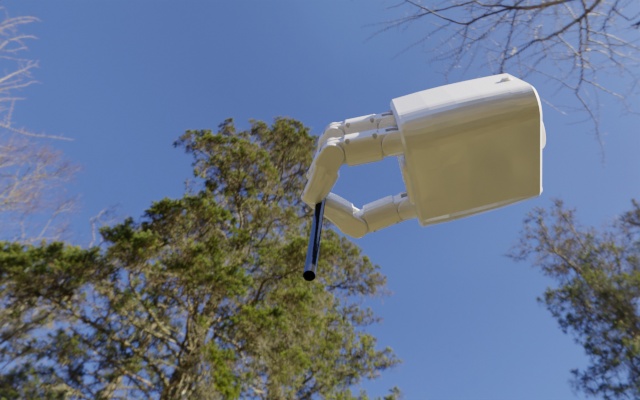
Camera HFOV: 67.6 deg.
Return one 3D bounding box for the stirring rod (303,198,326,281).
[{"bbox_3d":[0.000,0.001,0.413,0.011,0.011,0.239,0,23,4],"label":"stirring rod"}]
